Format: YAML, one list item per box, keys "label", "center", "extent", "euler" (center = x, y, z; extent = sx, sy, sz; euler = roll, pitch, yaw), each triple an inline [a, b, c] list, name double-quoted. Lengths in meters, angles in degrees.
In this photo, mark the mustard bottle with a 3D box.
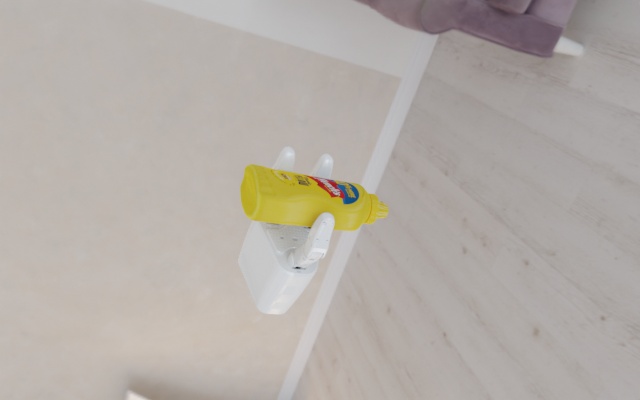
- label: "mustard bottle"
  center: [0.000, 0.002, 0.604]
  extent: [0.191, 0.058, 0.096]
  euler: [9, 20, -23]
